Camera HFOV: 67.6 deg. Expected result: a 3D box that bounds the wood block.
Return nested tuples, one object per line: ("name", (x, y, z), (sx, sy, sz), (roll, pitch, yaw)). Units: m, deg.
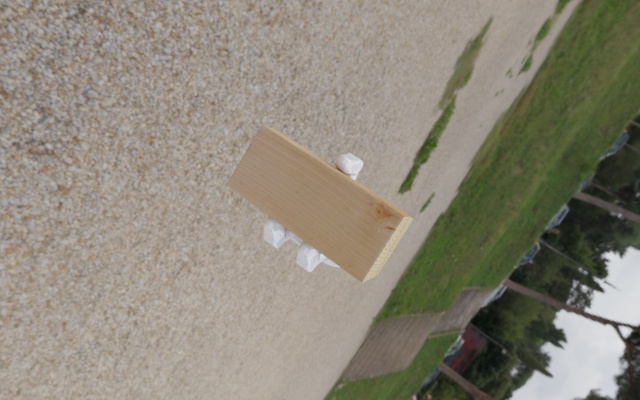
("wood block", (0.000, 0.002, 0.595), (0.206, 0.091, 0.090), (34, 7, 17))
